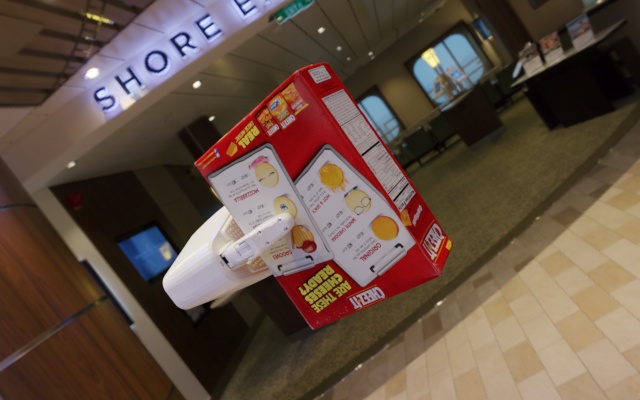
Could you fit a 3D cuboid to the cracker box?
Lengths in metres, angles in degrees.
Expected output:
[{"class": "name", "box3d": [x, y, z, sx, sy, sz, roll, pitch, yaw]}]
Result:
[{"class": "cracker box", "box3d": [0.000, 0.001, 0.470, 0.164, 0.214, 0.072, -33, 5, 36]}]
